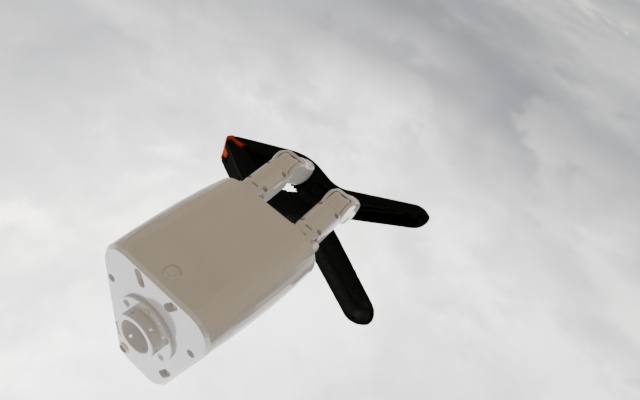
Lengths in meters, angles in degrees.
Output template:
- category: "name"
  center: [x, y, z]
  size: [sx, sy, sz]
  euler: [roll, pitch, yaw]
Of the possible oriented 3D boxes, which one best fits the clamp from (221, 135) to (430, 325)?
- category: "clamp"
  center: [-0.001, 0.002, 0.451]
  size: [0.210, 0.036, 0.164]
  euler: [38, 41, 14]
